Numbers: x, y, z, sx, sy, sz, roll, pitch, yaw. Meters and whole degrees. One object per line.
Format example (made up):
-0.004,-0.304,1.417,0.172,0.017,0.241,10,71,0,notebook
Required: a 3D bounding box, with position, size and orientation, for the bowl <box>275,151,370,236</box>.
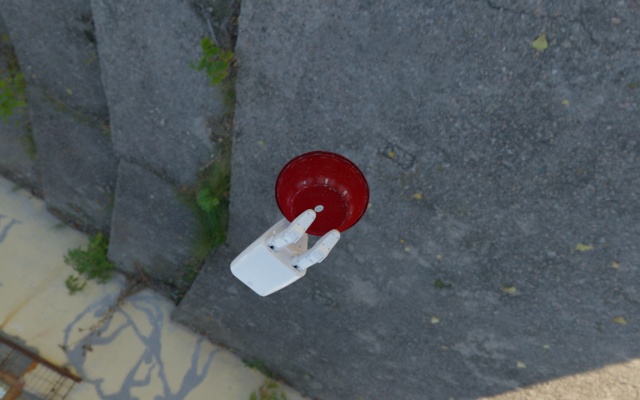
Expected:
0.001,0.002,0.785,0.162,0.162,0.055,0,29,6,bowl
